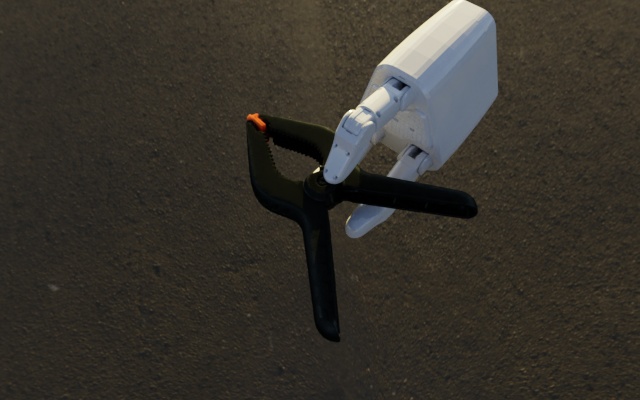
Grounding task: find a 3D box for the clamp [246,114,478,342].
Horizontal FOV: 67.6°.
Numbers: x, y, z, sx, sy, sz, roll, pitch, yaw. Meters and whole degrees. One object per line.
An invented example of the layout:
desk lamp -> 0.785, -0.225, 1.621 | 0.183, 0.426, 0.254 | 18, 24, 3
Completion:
clamp -> 0.000, 0.000, 0.401 | 0.210, 0.164, 0.036 | 37, -22, 21
